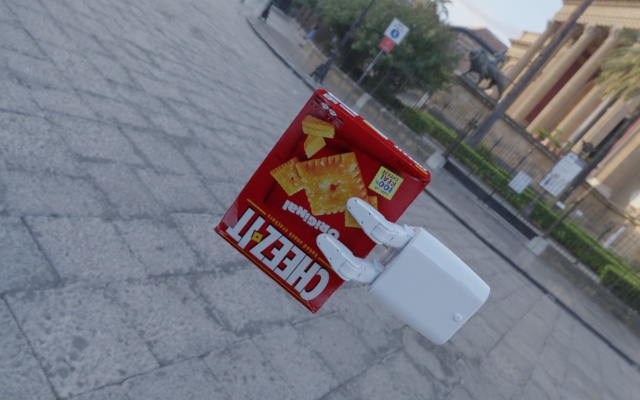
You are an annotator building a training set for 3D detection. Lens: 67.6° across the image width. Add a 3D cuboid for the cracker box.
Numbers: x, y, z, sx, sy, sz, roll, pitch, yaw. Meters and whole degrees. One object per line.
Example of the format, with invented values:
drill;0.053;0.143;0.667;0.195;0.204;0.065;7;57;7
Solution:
cracker box;0.000;0.002;0.570;0.164;0.214;0.072;39;16;3
